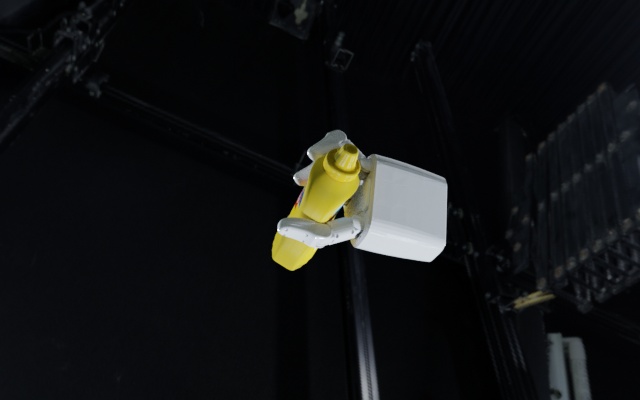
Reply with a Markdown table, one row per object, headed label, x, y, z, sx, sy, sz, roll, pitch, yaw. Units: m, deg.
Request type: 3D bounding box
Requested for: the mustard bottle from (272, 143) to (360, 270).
| label | x | y | z | sx | sy | sz | roll | pitch | yaw |
| --- | --- | --- | --- | --- | --- | --- | --- | --- | --- |
| mustard bottle | 0.000 | 0.002 | 0.581 | 0.058 | 0.096 | 0.192 | 33 | -43 | 1 |
